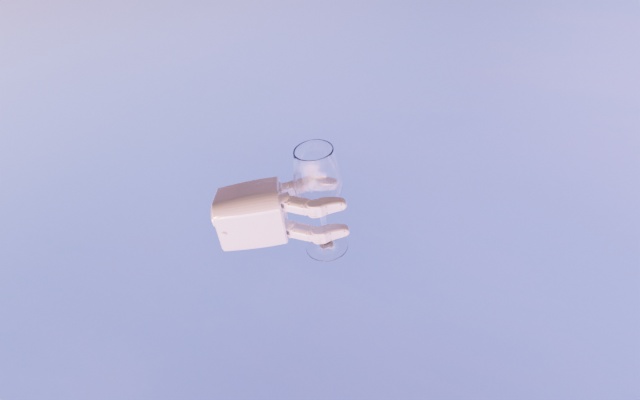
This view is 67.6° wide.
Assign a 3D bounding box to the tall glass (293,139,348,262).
[{"bbox_3d":[0.000,0.003,0.775,0.079,0.201,0.079,-5,37,4],"label":"tall glass"}]
